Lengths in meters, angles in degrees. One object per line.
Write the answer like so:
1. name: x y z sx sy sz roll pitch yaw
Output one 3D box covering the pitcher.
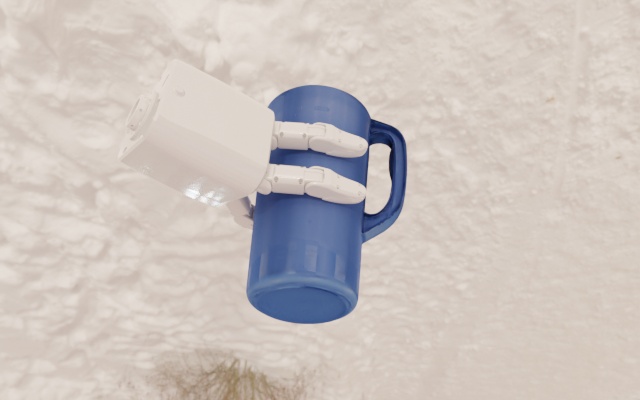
1. pitcher: 0.000 0.002 0.518 0.145 0.242 0.149 28 -41 -30
